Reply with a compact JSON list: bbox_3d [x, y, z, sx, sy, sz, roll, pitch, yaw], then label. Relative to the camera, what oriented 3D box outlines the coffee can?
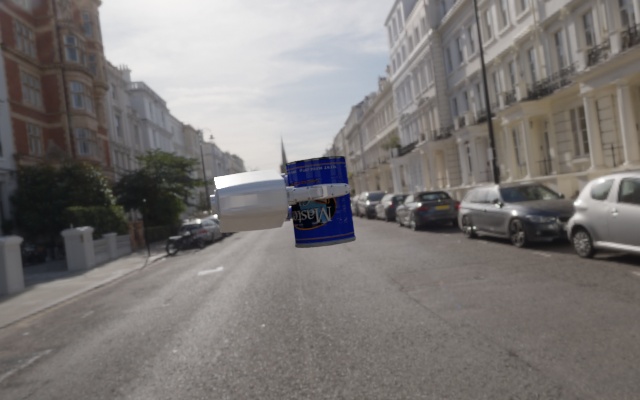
[{"bbox_3d":[0.000,0.003,0.798,0.103,0.140,0.103,-7,0,0],"label":"coffee can"}]
